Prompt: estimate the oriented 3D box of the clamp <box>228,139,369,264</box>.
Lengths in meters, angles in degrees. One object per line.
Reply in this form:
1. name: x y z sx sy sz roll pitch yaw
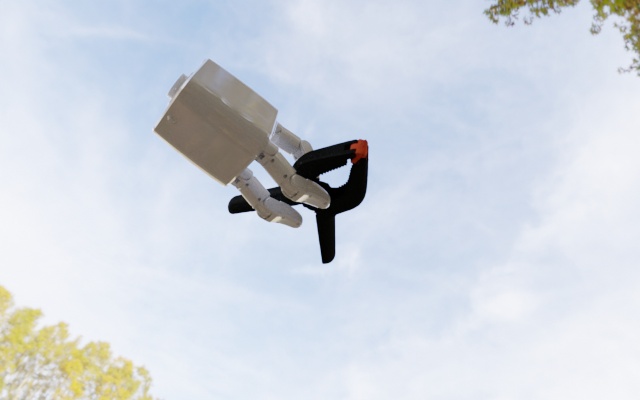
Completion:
1. clamp: 0.000 0.001 0.597 0.164 0.036 0.210 35 -47 -20
